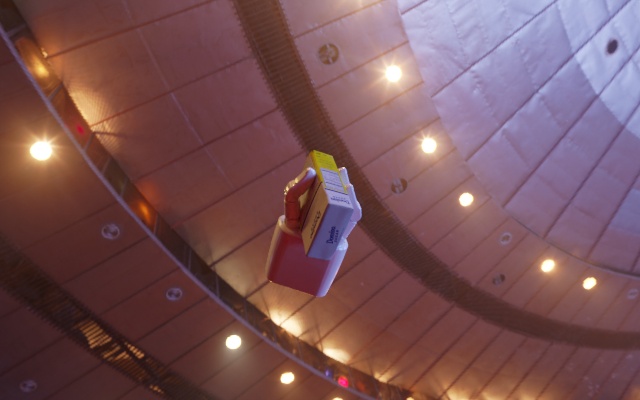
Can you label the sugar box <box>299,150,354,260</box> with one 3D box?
[{"bbox_3d":[0.001,0.003,0.729,0.048,0.093,0.176,13,28,-19],"label":"sugar box"}]
